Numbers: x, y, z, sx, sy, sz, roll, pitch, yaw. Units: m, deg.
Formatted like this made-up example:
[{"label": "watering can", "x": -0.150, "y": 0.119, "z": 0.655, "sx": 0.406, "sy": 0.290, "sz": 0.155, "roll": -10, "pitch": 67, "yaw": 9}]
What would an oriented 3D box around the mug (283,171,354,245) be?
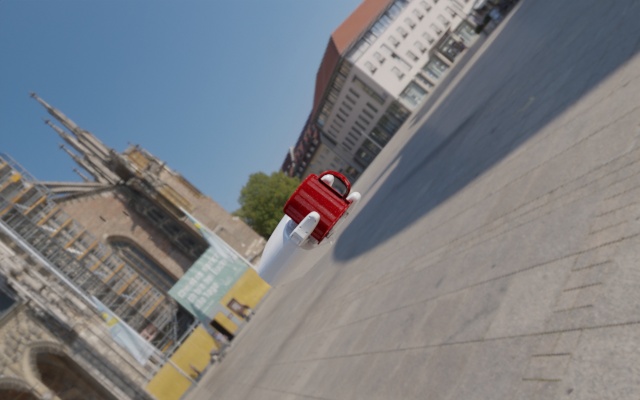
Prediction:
[{"label": "mug", "x": 0.001, "y": 0.001, "z": 0.769, "sx": 0.081, "sy": 0.117, "sz": 0.093, "roll": 39, "pitch": 27, "yaw": 2}]
